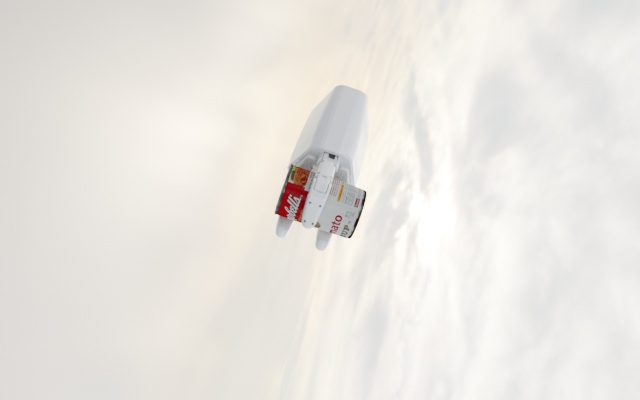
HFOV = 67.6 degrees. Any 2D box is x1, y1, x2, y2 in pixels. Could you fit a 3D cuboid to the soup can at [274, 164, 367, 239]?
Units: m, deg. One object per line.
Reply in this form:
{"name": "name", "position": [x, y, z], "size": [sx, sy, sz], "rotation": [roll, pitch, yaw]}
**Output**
{"name": "soup can", "position": [0.000, 0.002, 0.608], "size": [0.102, 0.068, 0.068], "rotation": [19, -1, -2]}
